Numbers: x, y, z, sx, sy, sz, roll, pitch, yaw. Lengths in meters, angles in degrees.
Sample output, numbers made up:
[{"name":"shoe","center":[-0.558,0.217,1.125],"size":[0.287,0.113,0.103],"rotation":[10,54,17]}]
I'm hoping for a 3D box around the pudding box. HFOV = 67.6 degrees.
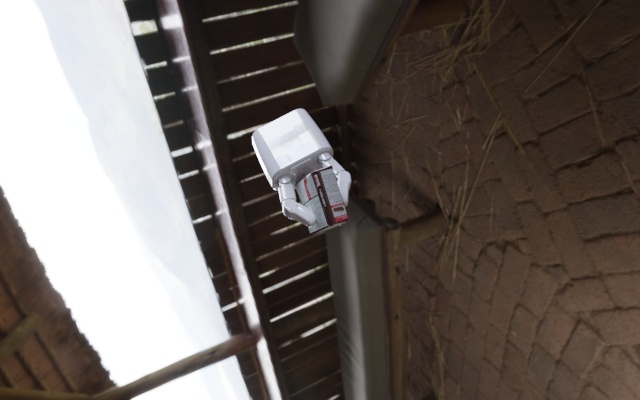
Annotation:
[{"name":"pudding box","center":[0.000,0.002,0.757],"size":[0.039,0.090,0.113],"rotation":[-17,-4,-17]}]
